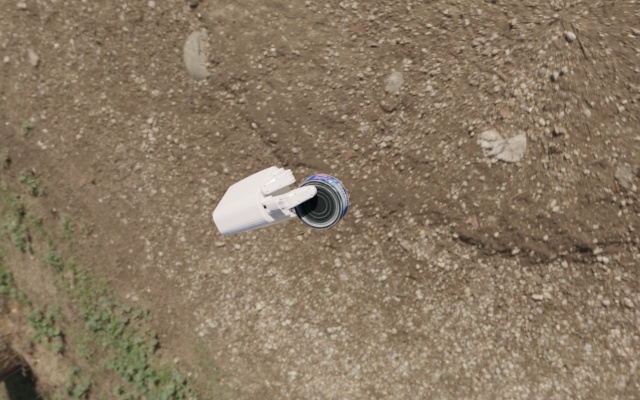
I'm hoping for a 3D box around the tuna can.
[{"bbox_3d":[0.000,0.003,0.766,0.086,0.086,0.033,0,17,21],"label":"tuna can"}]
